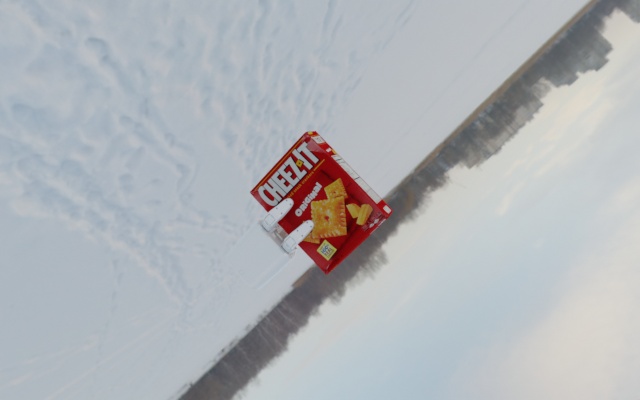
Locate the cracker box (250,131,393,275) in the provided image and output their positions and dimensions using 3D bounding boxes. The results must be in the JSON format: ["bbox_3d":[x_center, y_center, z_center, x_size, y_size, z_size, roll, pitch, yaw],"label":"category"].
[{"bbox_3d":[0.000,0.003,0.886,0.164,0.213,0.072,-45,-5,17],"label":"cracker box"}]
